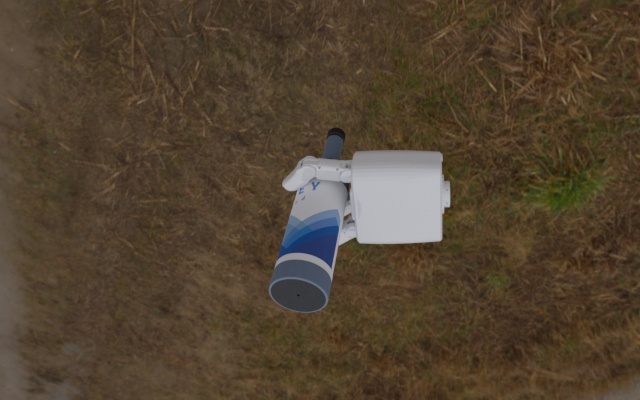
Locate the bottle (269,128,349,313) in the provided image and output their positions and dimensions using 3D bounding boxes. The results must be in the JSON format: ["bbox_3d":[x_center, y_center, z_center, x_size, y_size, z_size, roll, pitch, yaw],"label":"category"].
[{"bbox_3d":[0.000,0.002,0.624,0.069,0.069,0.295,0,44,13],"label":"bottle"}]
